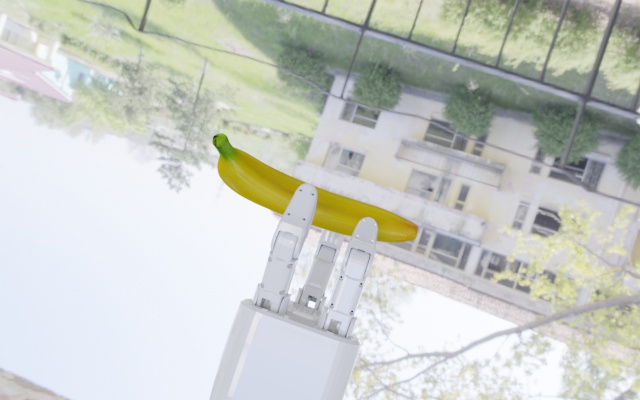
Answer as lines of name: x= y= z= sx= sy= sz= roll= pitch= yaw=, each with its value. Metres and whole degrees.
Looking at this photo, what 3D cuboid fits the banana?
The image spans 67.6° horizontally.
banana: x=-0.010 y=0.001 z=0.420 sx=0.198 sy=0.037 sz=0.069 roll=22 pitch=-10 yaw=-20
